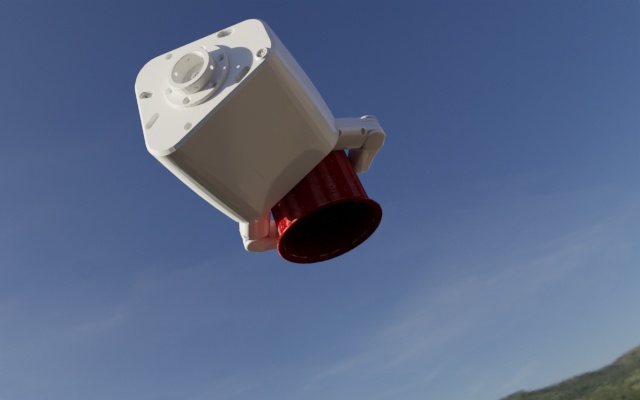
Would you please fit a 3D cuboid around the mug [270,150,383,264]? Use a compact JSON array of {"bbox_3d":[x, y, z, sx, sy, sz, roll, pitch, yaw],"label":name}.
[{"bbox_3d":[0.001,0.002,0.429,0.093,0.081,0.117,-29,-33,9],"label":"mug"}]
